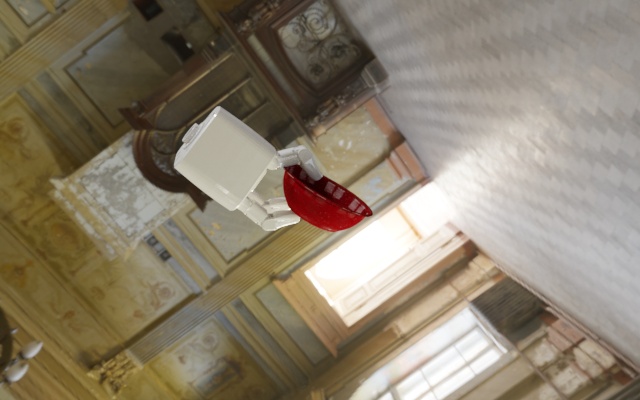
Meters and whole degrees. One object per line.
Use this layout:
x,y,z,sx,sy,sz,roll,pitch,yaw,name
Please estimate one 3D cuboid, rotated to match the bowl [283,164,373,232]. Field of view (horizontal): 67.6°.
0.001,0.003,0.754,0.162,0.055,0.162,28,13,-7,bowl
